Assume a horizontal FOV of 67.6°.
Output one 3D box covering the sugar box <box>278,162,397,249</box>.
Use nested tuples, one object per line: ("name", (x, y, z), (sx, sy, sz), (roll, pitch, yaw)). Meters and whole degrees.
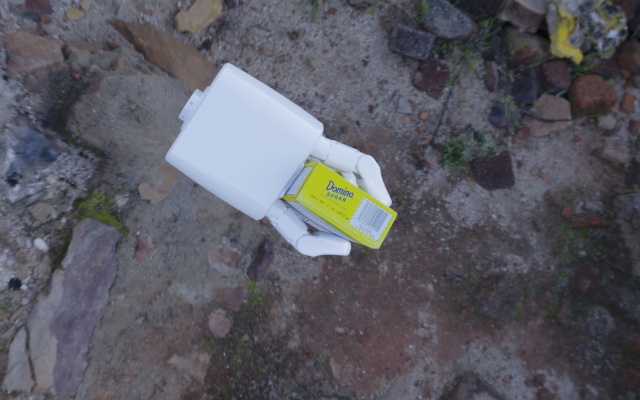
("sugar box", (0.000, 0.001, 0.505), (0.093, 0.048, 0.176), (33, -5, -16))
